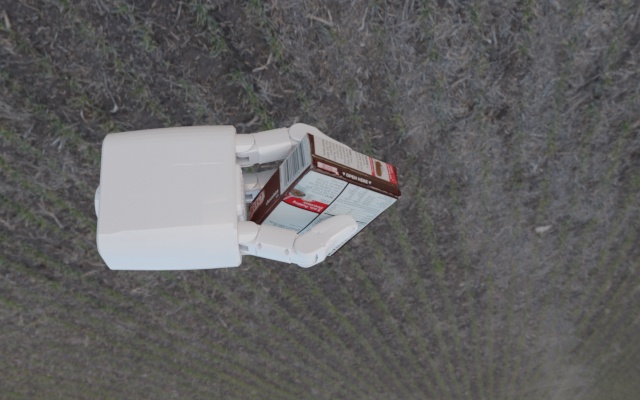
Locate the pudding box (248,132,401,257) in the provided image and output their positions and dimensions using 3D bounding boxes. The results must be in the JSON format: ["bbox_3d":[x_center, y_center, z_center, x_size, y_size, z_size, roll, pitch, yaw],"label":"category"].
[{"bbox_3d":[0.000,0.001,0.416,0.090,0.039,0.113,17,-39,-27],"label":"pudding box"}]
